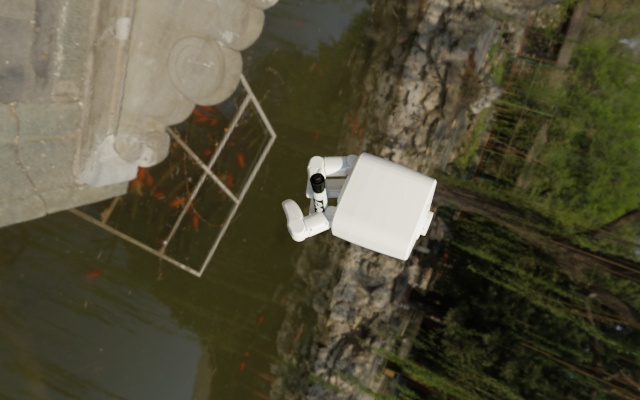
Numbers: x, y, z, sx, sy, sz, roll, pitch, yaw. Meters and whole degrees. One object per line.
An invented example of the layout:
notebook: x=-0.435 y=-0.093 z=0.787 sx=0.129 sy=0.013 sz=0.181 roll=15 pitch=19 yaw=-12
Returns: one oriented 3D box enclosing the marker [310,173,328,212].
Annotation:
marker: x=0.000 y=0.002 z=0.625 sx=0.020 sy=0.020 sz=0.121 roll=0 pitch=-31 yaw=4
